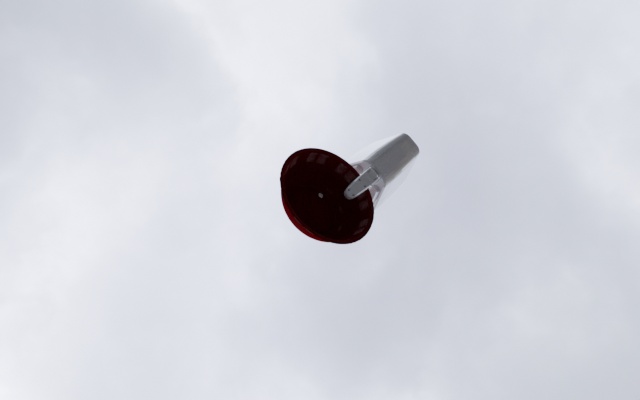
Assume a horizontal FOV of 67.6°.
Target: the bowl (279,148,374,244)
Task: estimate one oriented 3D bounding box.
[{"bbox_3d":[-0.001,0.003,0.717,0.162,0.162,0.055,0,-28,-36],"label":"bowl"}]
